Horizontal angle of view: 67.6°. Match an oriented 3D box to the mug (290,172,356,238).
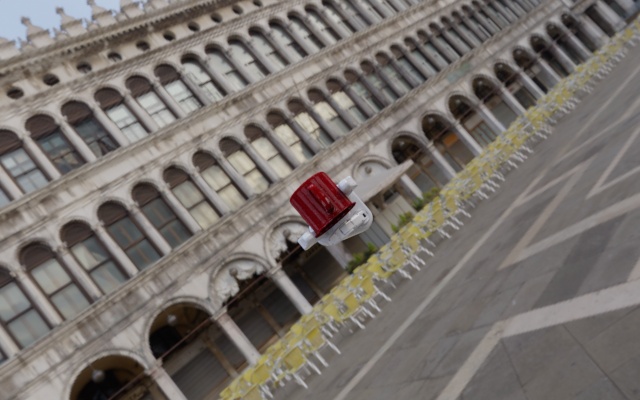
[{"bbox_3d":[0.000,0.002,0.815,0.093,0.081,0.117,-41,-9,-3],"label":"mug"}]
